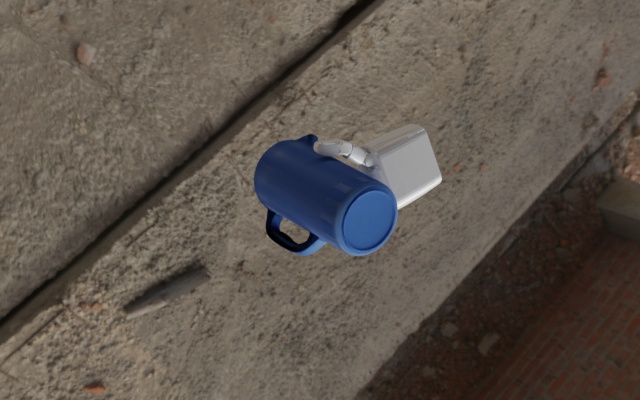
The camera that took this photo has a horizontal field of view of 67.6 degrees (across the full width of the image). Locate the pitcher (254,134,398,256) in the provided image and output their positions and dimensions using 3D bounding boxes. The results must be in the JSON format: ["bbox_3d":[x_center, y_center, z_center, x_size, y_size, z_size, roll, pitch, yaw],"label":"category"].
[{"bbox_3d":[0.000,0.002,0.739,0.145,0.149,0.242,-26,29,-23],"label":"pitcher"}]
